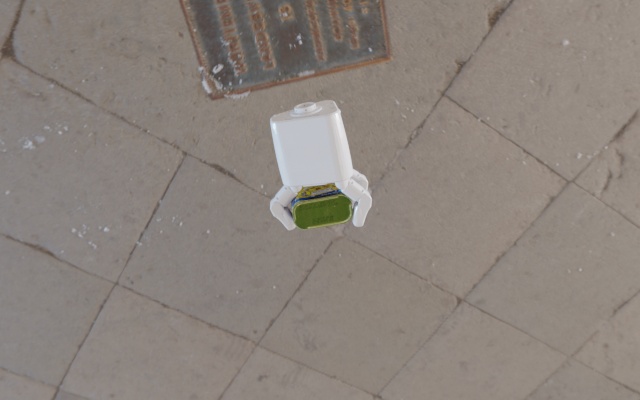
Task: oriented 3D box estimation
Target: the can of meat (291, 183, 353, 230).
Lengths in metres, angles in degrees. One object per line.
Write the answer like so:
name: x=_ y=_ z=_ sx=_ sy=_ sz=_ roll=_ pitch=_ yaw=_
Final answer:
can of meat: x=0.000 y=0.003 z=0.789 sx=0.102 sy=0.057 sz=0.084 roll=-10 pitch=25 yaw=-1
